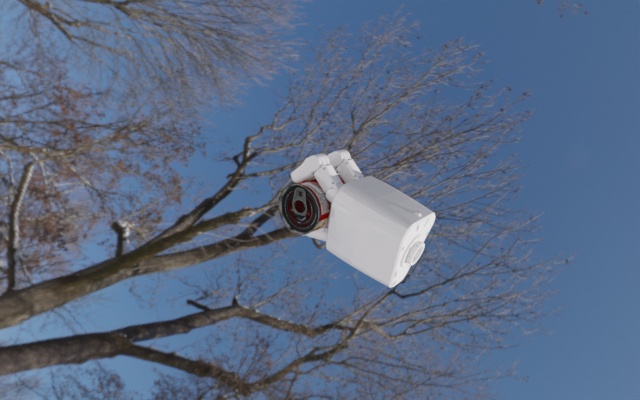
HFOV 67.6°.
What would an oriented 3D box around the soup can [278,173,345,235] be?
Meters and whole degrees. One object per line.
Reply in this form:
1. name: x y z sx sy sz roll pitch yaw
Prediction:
1. soup can: 0.000 0.002 0.659 0.068 0.068 0.102 0 12 37
